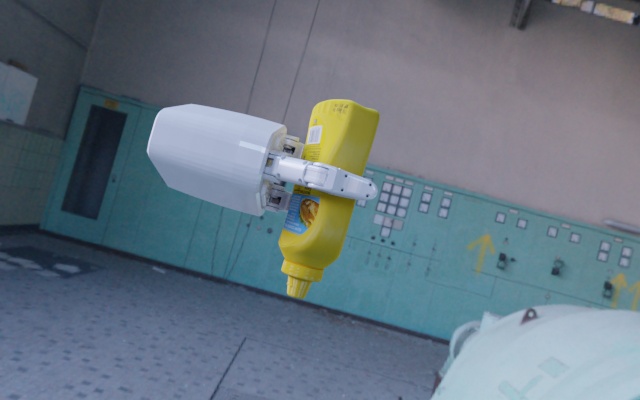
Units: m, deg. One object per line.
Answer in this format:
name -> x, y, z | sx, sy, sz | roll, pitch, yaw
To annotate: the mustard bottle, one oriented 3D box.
mustard bottle -> 0.000, 0.001, 0.470 | 0.058, 0.191, 0.096 | 16, -2, -24
